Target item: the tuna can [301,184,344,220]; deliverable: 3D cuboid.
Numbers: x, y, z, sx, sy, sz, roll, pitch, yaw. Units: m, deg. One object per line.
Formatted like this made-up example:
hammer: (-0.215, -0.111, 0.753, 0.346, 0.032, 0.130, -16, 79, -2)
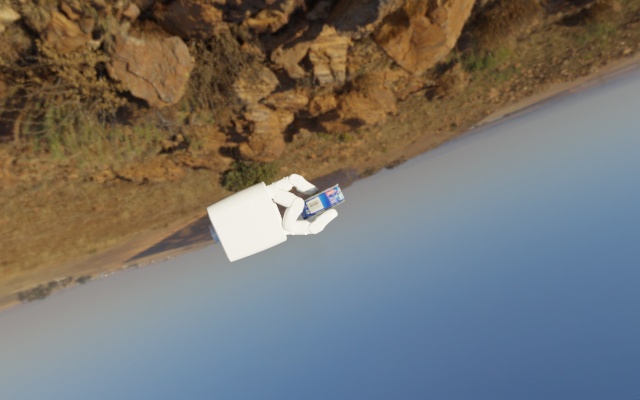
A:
tuna can: (0.000, 0.003, 0.876, 0.086, 0.034, 0.086, -26, 1, 1)
